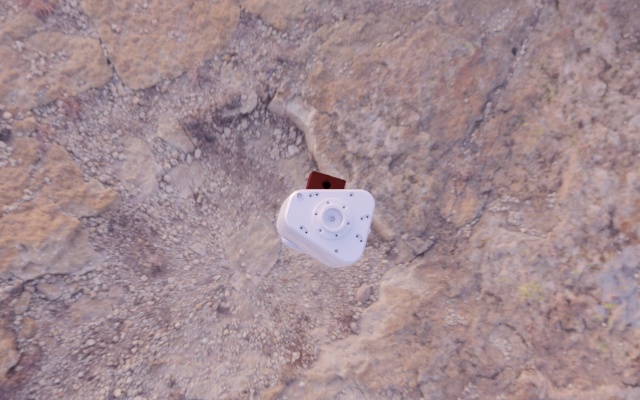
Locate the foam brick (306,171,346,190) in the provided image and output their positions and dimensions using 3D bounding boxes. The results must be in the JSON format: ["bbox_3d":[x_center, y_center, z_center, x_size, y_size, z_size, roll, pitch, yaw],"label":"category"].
[{"bbox_3d":[0.000,0.002,0.703,0.053,0.078,0.051,16,-10,-5],"label":"foam brick"}]
